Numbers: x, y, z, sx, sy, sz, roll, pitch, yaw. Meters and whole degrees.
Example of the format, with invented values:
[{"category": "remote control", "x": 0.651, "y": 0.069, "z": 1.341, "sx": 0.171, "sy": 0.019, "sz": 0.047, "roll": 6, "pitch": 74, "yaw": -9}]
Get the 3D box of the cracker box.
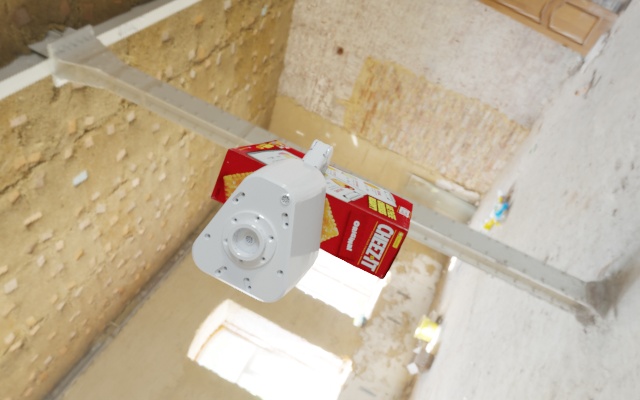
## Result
[{"category": "cracker box", "x": 0.000, "y": 0.002, "z": 0.586, "sx": 0.213, "sy": 0.072, "sz": 0.164, "roll": 26, "pitch": 15, "yaw": 7}]
